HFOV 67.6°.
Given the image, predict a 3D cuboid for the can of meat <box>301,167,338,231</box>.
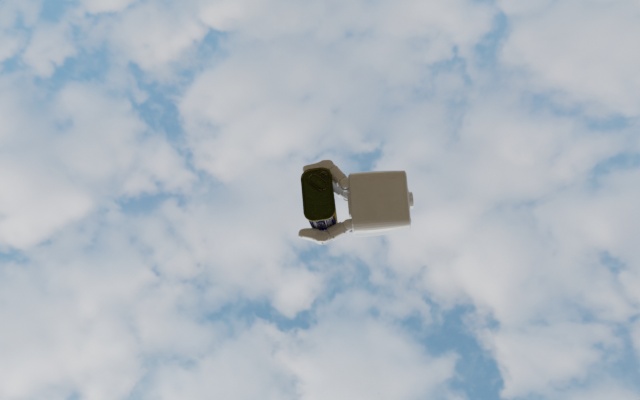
[{"bbox_3d":[0.000,0.003,0.884,0.057,0.102,0.084,-8,-23,4],"label":"can of meat"}]
